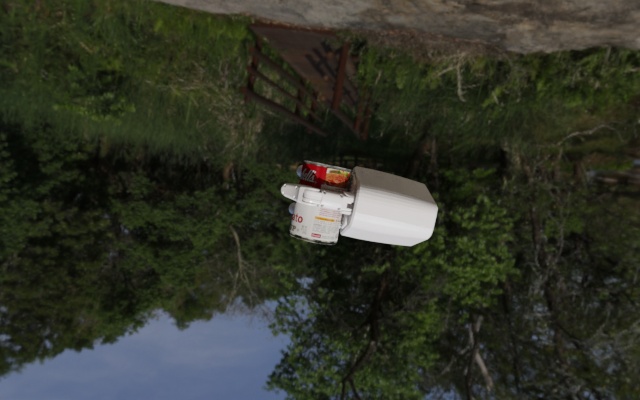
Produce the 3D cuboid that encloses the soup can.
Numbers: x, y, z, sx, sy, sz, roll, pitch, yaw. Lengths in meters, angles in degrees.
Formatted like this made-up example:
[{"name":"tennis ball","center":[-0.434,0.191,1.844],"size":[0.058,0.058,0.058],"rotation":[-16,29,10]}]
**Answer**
[{"name":"soup can","center":[0.000,0.002,0.642],"size":[0.068,0.102,0.068],"rotation":[12,4,-1]}]
